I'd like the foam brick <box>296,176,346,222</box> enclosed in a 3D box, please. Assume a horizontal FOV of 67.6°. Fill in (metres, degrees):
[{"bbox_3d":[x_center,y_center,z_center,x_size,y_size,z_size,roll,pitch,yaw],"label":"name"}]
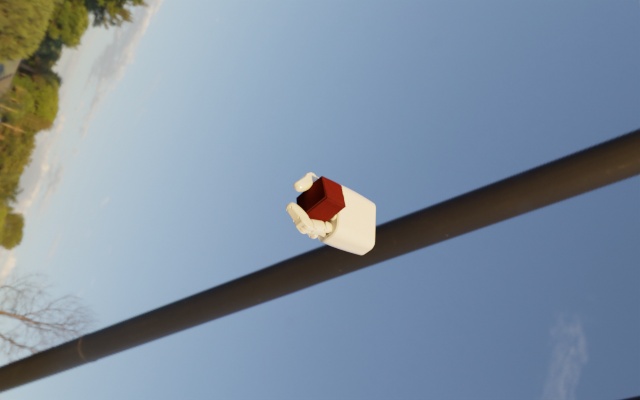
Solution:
[{"bbox_3d":[0.000,0.003,0.874,0.051,0.053,0.078,24,-48,-35],"label":"foam brick"}]
